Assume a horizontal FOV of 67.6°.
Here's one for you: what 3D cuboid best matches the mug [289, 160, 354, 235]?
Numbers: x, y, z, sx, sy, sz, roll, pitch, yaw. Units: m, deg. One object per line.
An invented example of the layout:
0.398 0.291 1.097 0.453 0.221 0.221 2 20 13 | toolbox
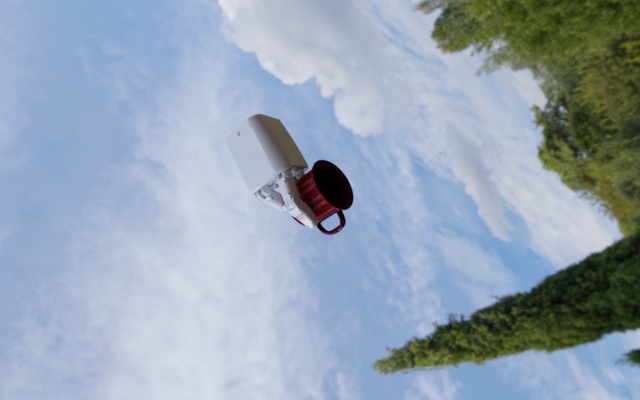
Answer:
0.001 0.004 0.793 0.081 0.117 0.093 -34 -10 35 | mug
